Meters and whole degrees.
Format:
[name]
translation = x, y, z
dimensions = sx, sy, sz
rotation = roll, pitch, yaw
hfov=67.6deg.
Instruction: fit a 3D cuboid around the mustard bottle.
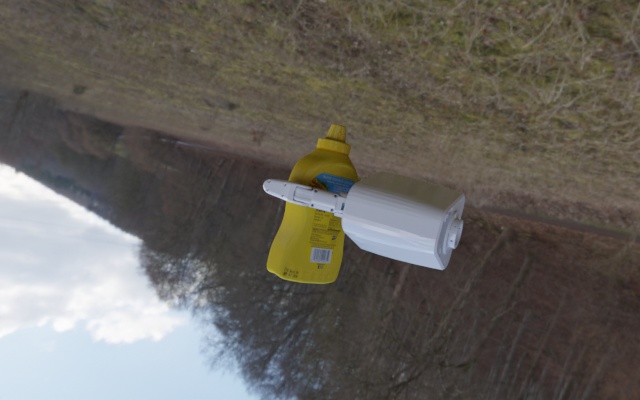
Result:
[mustard bottle]
translation = 0.000, 0.002, 0.582
dimensions = 0.096, 0.191, 0.058
rotation = 12, 4, -40
